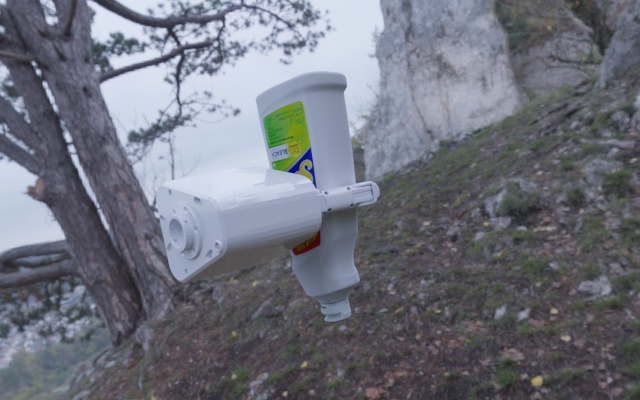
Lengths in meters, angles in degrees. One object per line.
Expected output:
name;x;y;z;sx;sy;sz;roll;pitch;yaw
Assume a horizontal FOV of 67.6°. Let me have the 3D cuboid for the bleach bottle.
bleach bottle;0.000;0.002;0.503;0.102;0.251;0.068;-10;2;45
